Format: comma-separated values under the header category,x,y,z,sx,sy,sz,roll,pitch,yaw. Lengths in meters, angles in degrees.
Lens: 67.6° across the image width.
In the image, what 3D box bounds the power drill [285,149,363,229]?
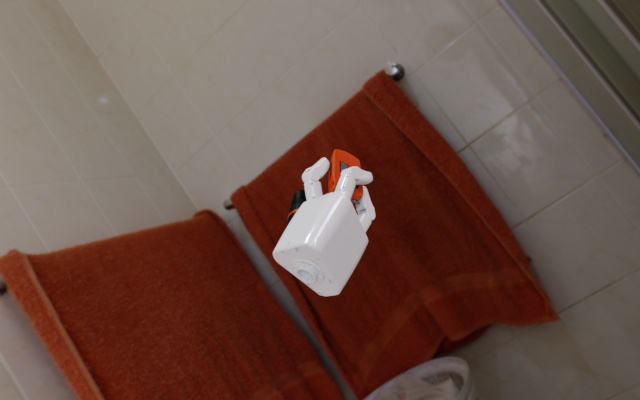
category,x,y,z,sx,sy,sz,roll,pitch,yaw
power drill,0.000,0.003,0.834,0.057,0.184,0.188,22,-52,-20
